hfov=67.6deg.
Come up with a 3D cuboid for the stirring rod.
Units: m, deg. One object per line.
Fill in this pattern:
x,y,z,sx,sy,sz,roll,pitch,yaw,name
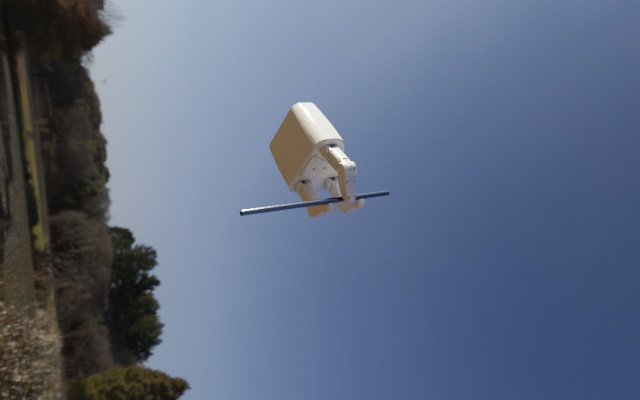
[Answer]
0.000,0.002,0.685,0.239,0.011,0.011,-8,4,-28,stirring rod
